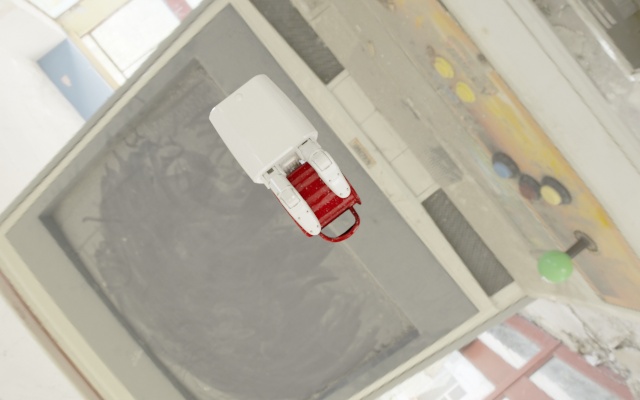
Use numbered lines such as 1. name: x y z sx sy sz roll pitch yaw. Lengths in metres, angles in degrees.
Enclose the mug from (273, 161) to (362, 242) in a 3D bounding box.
1. mug: 0.001 0.003 0.611 0.081 0.117 0.093 -38 -12 -2
